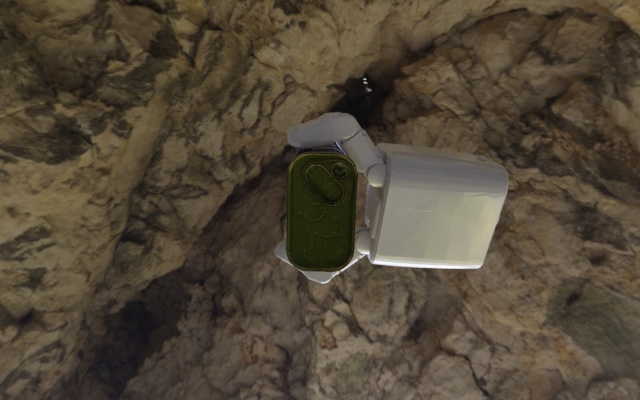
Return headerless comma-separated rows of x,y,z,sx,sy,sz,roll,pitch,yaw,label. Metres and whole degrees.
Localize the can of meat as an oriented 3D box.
0.000,0.001,0.431,0.057,0.102,0.084,1,14,-1,can of meat
